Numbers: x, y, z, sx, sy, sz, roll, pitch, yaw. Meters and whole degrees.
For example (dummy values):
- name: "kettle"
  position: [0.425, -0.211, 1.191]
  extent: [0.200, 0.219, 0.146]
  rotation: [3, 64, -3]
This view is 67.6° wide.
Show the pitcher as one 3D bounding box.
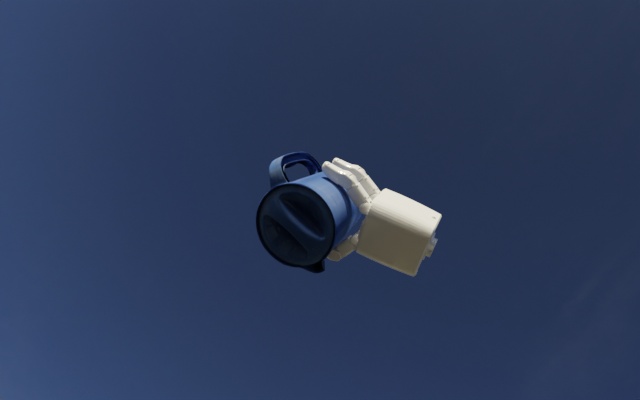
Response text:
- name: "pitcher"
  position: [0.000, 0.003, 0.815]
  extent: [0.145, 0.149, 0.242]
  rotation: [25, 22, 15]
